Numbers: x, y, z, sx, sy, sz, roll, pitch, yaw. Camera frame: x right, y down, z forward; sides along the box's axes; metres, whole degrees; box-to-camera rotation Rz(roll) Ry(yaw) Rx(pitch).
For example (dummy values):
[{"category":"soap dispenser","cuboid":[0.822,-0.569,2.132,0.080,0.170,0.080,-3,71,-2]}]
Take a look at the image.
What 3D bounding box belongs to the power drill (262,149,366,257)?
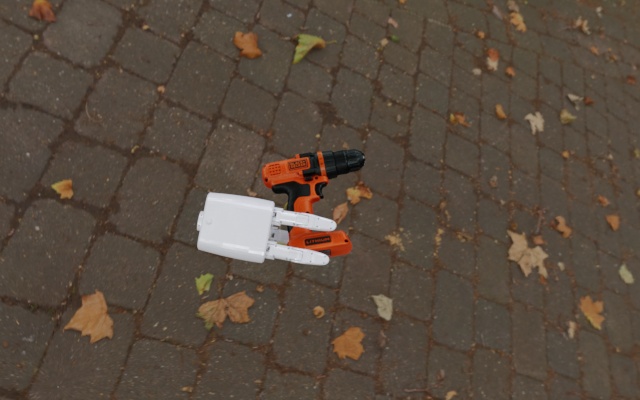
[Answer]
[{"category":"power drill","cuboid":[0.000,0.003,0.815,0.184,0.187,0.057,-11,-26,1]}]
